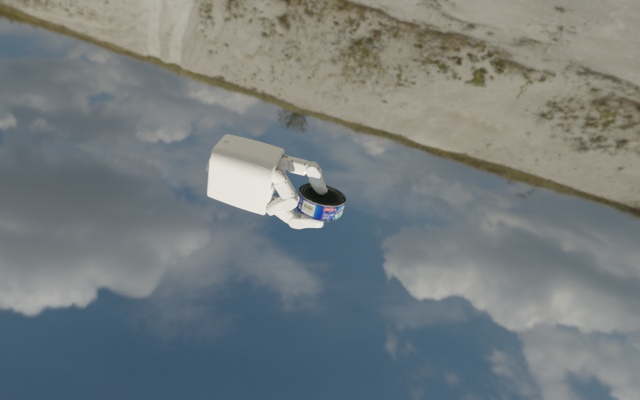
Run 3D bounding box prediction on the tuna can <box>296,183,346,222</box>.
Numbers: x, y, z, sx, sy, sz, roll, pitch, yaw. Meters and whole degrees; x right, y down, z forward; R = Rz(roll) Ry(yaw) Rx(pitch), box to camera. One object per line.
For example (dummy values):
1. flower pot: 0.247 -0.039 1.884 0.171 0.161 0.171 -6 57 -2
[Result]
1. tuna can: 0.000 0.003 0.846 0.086 0.034 0.086 12 25 -6
